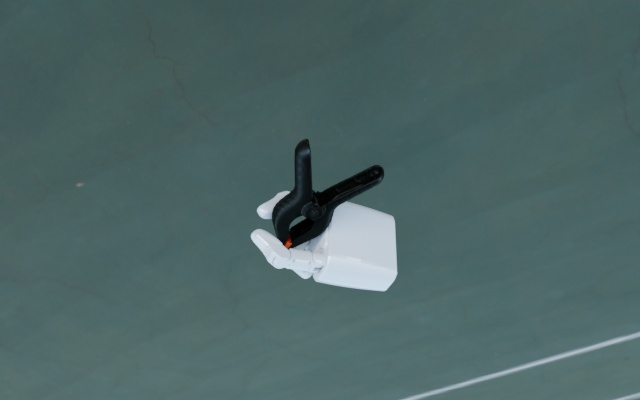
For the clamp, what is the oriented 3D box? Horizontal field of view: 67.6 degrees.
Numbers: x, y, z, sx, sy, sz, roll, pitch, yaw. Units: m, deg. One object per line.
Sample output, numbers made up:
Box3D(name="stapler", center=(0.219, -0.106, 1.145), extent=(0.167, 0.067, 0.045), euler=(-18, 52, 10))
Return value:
Box3D(name="clamp", center=(0.000, 0.002, 0.601), extent=(0.120, 0.039, 0.172), euler=(13, -48, -19))
